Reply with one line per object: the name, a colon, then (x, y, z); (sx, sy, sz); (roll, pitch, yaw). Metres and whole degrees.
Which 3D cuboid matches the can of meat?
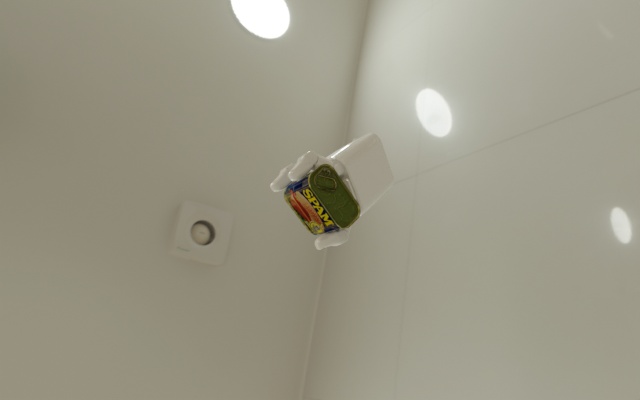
can of meat: (0.000, 0.003, 0.756); (0.057, 0.102, 0.084); (-42, 12, -35)
